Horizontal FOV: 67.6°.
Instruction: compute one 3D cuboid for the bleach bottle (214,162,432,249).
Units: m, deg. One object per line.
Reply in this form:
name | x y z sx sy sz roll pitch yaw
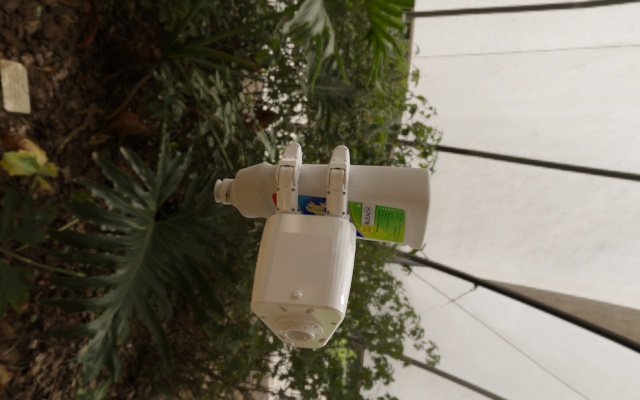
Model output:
bleach bottle | 0.000 0.002 0.572 0.251 0.068 0.103 4 -40 7
